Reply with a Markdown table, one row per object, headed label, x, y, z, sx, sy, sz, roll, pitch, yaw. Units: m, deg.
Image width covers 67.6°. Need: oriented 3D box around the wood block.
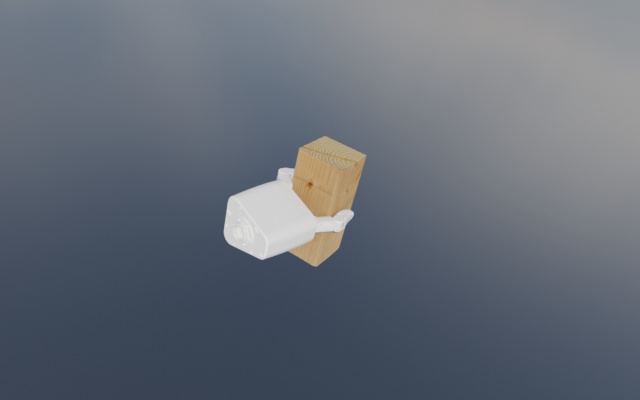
| label | x | y | z | sx | sy | sz | roll | pitch | yaw |
| --- | --- | --- | --- | --- | --- | --- | --- | --- | --- |
| wood block | 0.000 | 0.003 | 0.867 | 0.091 | 0.206 | 0.090 | 28 | 34 | 22 |
